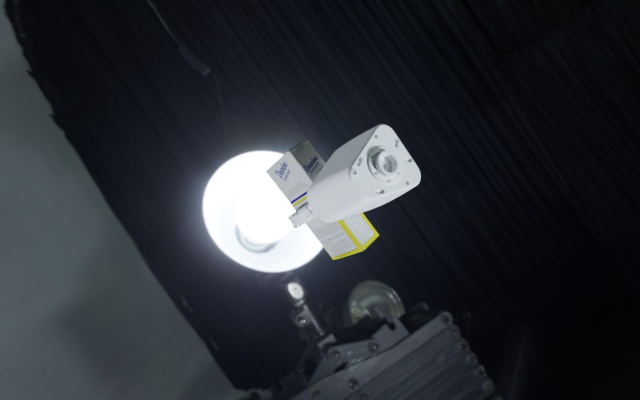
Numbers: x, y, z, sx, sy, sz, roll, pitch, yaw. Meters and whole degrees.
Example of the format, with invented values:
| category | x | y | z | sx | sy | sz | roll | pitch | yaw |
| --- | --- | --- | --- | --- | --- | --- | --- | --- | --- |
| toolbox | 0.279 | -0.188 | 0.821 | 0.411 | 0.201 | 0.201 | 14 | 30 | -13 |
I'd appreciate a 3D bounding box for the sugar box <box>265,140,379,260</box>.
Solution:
| category | x | y | z | sx | sy | sz | roll | pitch | yaw |
| --- | --- | --- | --- | --- | --- | --- | --- | --- | --- |
| sugar box | 0.001 | 0.002 | 0.710 | 0.048 | 0.176 | 0.093 | -37 | 4 | -32 |
